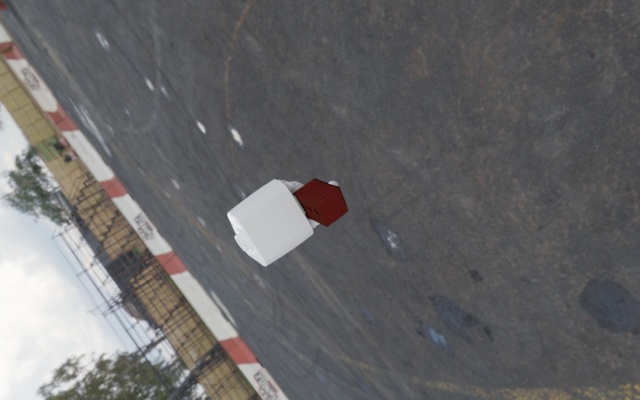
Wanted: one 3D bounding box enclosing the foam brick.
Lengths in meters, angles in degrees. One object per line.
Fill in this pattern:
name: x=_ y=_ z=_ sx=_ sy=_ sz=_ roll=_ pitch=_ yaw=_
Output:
foam brick: x=0.000 y=0.003 z=0.815 sx=0.051 sy=0.053 sz=0.078 roll=-36 pitch=29 yaw=-21
